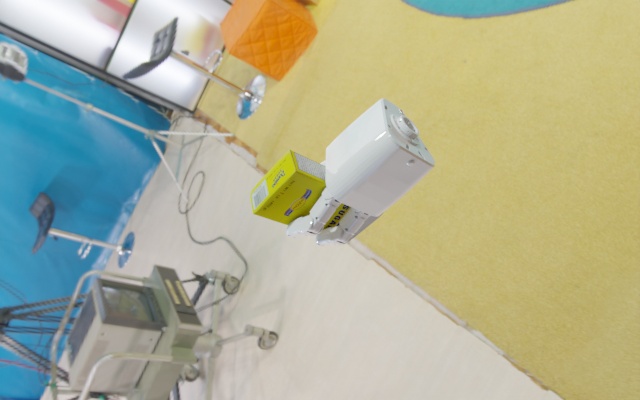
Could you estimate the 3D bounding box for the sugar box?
[{"bbox_3d":[0.000,0.002,0.659,0.176,0.048,0.093,22,-52,-37],"label":"sugar box"}]
